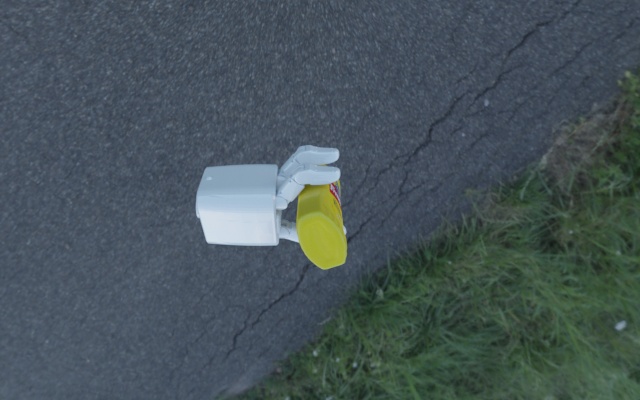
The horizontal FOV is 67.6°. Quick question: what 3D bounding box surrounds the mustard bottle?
[{"bbox_3d":[0.000,0.002,0.683,0.058,0.096,0.191,-20,32,11],"label":"mustard bottle"}]
